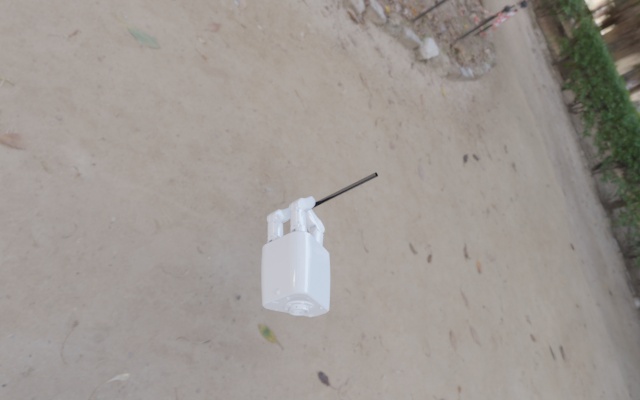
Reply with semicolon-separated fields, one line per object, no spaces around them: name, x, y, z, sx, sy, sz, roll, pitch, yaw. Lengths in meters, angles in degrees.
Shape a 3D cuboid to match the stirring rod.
stirring rod;0.000;0.003;0.837;0.239;0.011;0.011;-26;-15;33
